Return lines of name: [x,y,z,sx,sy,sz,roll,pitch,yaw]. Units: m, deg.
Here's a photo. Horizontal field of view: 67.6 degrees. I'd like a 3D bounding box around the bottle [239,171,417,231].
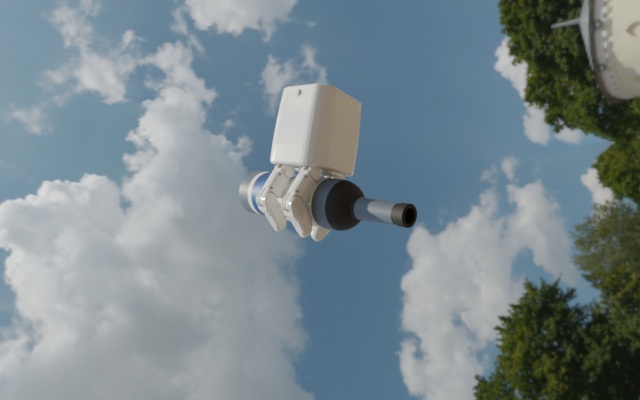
bottle: [0.000,0.002,0.638,0.069,0.069,0.295,0,6,-43]
